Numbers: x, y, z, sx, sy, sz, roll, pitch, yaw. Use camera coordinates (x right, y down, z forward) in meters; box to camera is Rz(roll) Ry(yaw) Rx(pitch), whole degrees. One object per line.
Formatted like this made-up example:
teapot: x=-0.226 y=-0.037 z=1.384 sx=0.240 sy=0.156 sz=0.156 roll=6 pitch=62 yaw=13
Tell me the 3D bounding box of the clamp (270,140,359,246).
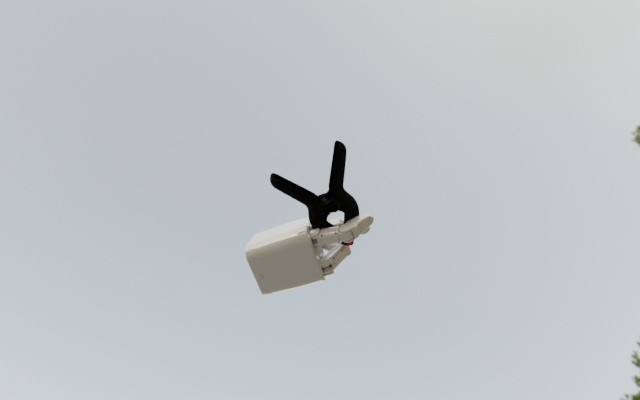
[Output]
clamp: x=0.000 y=0.002 z=0.729 sx=0.120 sy=0.171 sz=0.039 roll=-16 pitch=26 yaw=5
